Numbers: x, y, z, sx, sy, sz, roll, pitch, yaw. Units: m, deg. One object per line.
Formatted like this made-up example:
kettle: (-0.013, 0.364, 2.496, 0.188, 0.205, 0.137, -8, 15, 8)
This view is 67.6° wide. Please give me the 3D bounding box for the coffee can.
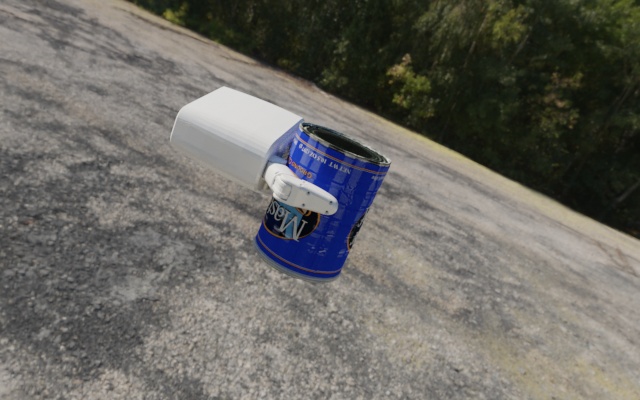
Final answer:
coffee can: (0.000, 0.002, 0.509, 0.103, 0.140, 0.102, 21, 16, -7)
